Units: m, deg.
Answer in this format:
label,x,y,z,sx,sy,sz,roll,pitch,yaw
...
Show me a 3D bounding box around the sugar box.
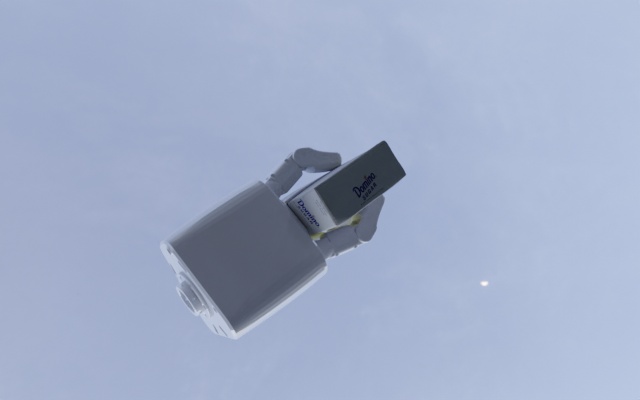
label,x,y,z,sx,sy,sz,roll,pitch,yaw
sugar box,0.000,0.002,0.492,0.093,0.048,0.176,-35,7,-28
